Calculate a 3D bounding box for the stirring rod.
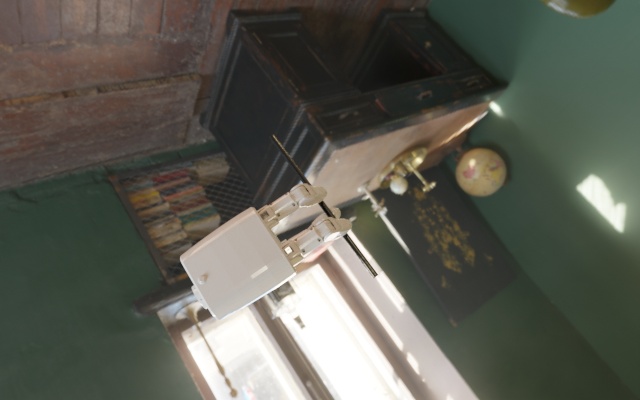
[{"bbox_3d":[0.000,0.002,0.624,0.011,0.239,0.011,-32,-20,-13],"label":"stirring rod"}]
